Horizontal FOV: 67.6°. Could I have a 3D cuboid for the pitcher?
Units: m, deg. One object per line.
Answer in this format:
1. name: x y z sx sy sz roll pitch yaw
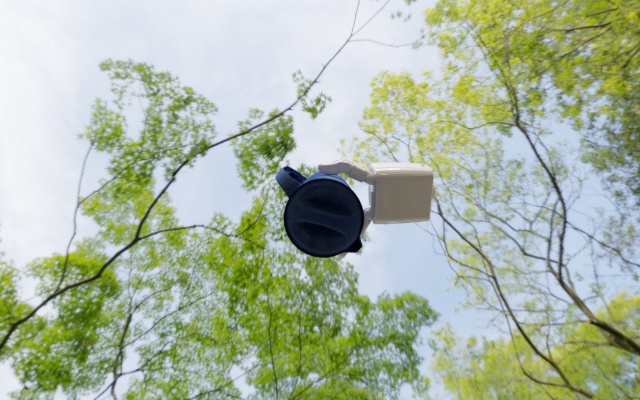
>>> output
1. pitcher: 0.000 0.003 0.888 0.145 0.149 0.243 -3 10 1
